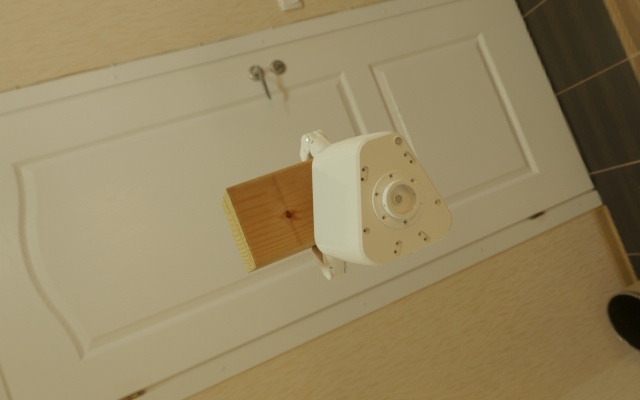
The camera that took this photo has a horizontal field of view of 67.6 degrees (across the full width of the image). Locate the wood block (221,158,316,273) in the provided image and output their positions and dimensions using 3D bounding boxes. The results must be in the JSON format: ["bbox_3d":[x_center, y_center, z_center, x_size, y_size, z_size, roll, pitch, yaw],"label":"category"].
[{"bbox_3d":[0.000,0.001,0.556,0.206,0.091,0.090,-20,-6,-18],"label":"wood block"}]
